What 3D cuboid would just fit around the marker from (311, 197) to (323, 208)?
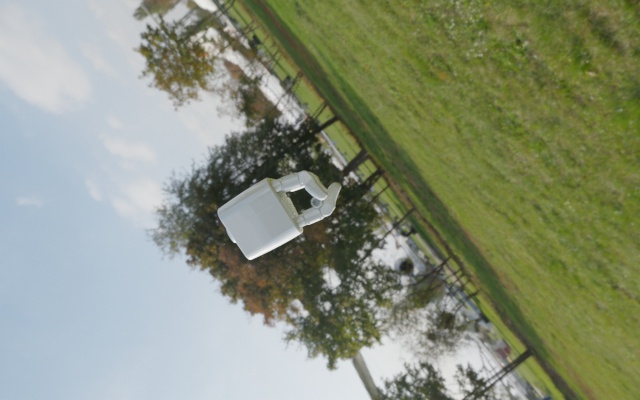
[{"bbox_3d":[0.000,0.003,0.864,0.020,0.020,0.121,0,0,7],"label":"marker"}]
